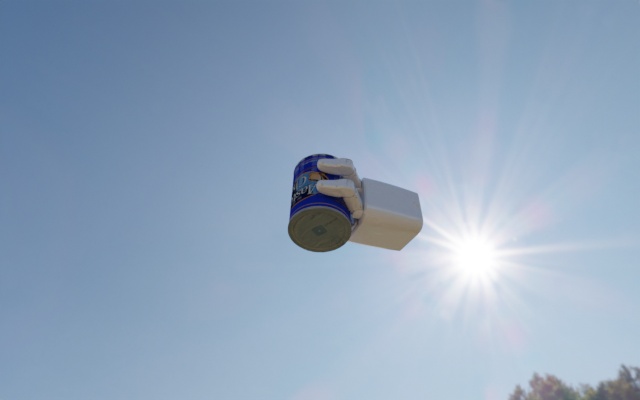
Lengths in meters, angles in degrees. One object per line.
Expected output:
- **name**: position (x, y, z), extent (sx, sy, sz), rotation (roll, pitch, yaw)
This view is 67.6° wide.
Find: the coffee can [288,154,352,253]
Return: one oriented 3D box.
- **coffee can**: position (0.000, 0.003, 0.814), extent (0.103, 0.103, 0.140), rotation (0, 43, 2)
